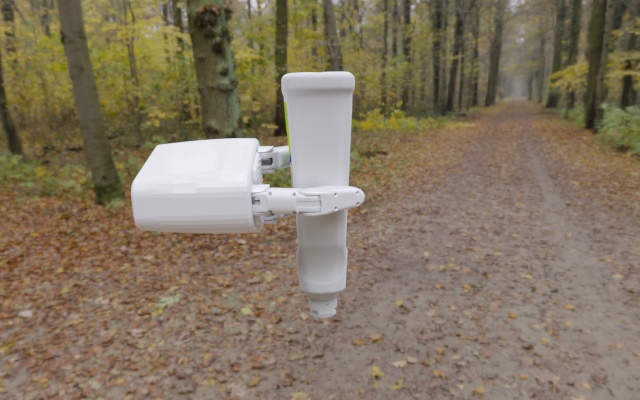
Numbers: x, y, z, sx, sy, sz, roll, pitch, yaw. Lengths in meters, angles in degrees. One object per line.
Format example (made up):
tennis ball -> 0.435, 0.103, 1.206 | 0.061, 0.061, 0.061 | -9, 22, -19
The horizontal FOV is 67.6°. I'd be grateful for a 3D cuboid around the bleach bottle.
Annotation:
bleach bottle -> 0.000, 0.002, 0.485 | 0.068, 0.251, 0.102 | -2, 12, -1
